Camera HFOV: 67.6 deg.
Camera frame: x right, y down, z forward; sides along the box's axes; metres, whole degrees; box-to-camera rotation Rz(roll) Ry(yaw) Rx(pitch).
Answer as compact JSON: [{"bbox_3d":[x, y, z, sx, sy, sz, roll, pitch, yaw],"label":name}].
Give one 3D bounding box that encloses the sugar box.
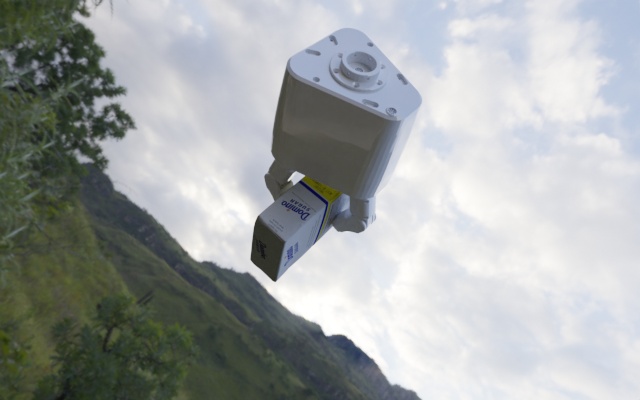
[{"bbox_3d":[0.000,0.001,0.520,0.176,0.048,0.093,-39,-19,-31],"label":"sugar box"}]
